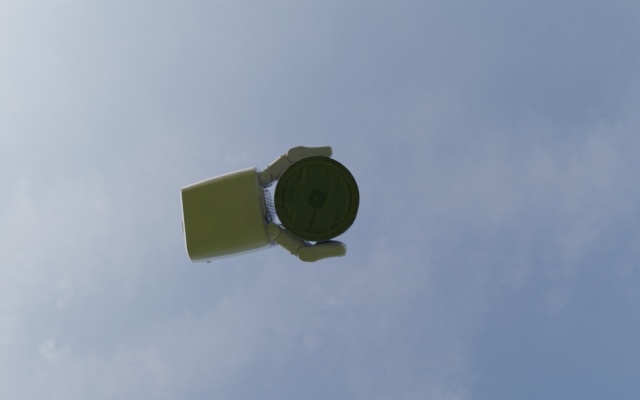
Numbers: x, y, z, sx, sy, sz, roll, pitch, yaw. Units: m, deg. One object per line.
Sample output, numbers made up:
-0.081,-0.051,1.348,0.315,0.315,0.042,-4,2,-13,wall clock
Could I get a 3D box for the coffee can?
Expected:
0.000,0.002,0.634,0.103,0.103,0.140,0,-4,4,coffee can
